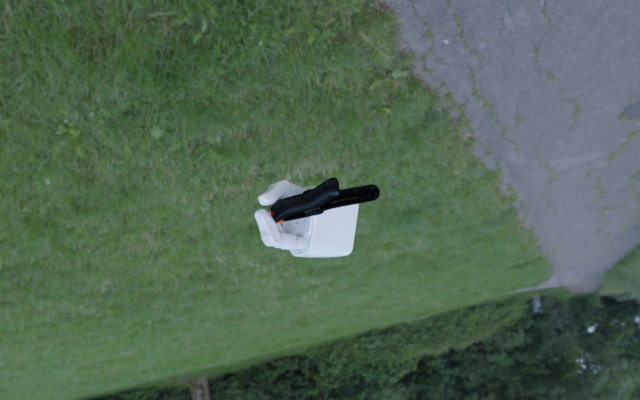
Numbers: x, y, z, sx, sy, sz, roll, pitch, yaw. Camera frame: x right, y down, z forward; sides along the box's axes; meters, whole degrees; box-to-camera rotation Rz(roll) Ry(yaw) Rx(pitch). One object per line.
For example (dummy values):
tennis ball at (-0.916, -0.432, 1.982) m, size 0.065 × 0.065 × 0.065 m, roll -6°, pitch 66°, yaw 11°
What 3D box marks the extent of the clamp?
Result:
clamp at (0.000, 0.003, 0.707) m, size 0.120 × 0.039 × 0.171 m, roll 10°, pitch -19°, yaw -43°
